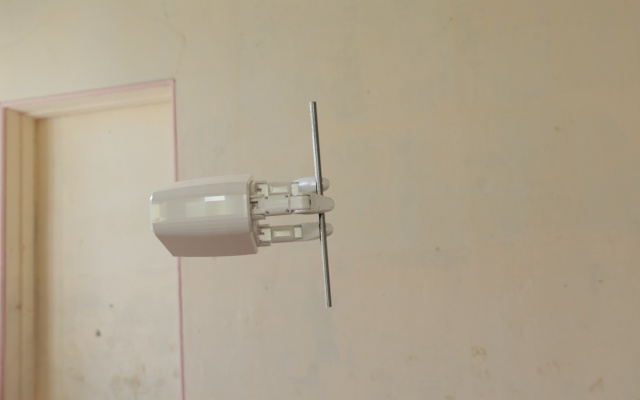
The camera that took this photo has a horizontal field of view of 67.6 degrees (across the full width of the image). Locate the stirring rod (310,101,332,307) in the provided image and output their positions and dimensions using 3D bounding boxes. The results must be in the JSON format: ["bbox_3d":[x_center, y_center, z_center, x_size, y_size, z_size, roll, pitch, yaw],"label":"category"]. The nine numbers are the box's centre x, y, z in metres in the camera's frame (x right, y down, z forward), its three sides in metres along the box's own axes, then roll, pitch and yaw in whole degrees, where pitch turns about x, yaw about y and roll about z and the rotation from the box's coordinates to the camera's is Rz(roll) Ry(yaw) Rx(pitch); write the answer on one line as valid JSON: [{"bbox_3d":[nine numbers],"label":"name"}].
[{"bbox_3d":[0.000,0.002,0.556,0.011,0.239,0.011,-4,-7,-1],"label":"stirring rod"}]
